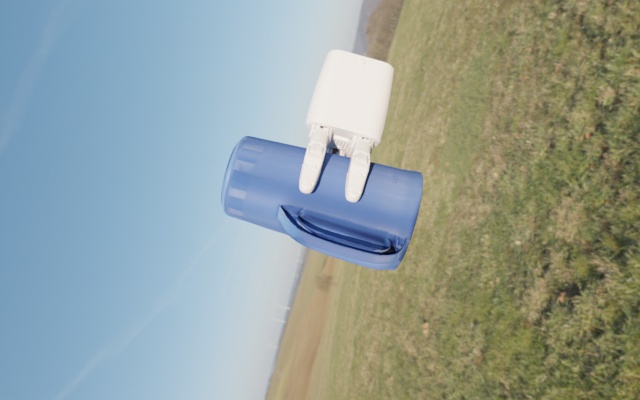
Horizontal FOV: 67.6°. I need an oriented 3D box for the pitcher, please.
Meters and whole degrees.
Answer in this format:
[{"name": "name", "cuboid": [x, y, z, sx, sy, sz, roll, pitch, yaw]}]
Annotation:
[{"name": "pitcher", "cuboid": [0.000, 0.002, 0.613, 0.243, 0.145, 0.149, 15, -12, 0]}]
